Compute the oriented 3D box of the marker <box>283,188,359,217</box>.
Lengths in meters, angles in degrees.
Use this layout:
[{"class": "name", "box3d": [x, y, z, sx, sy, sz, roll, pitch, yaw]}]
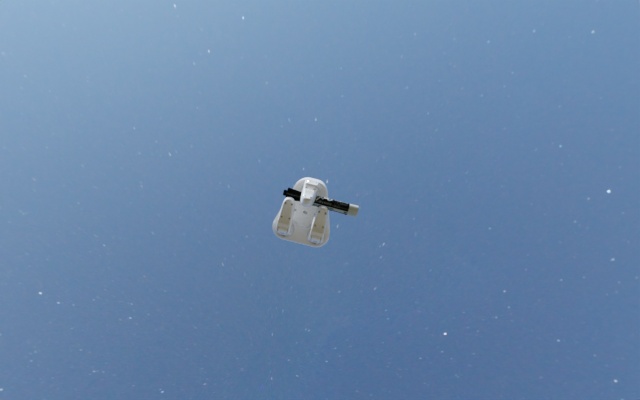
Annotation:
[{"class": "marker", "box3d": [0.000, 0.002, 0.753, 0.121, 0.020, 0.020, 15, 0, 0]}]
